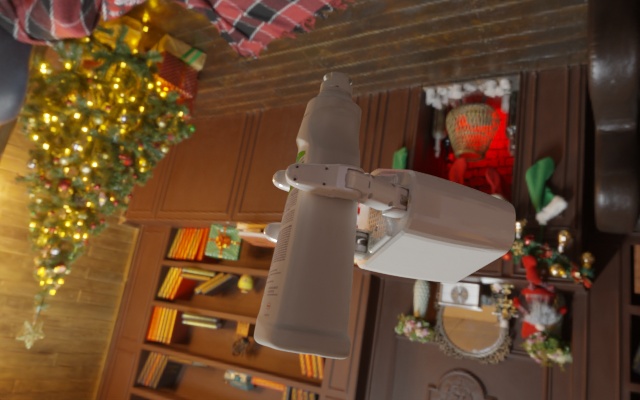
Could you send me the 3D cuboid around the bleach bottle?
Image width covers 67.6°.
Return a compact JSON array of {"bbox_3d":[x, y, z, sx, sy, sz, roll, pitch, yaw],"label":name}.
[{"bbox_3d":[0.000,0.001,0.417,0.068,0.250,0.102,14,-16,-16],"label":"bleach bottle"}]
